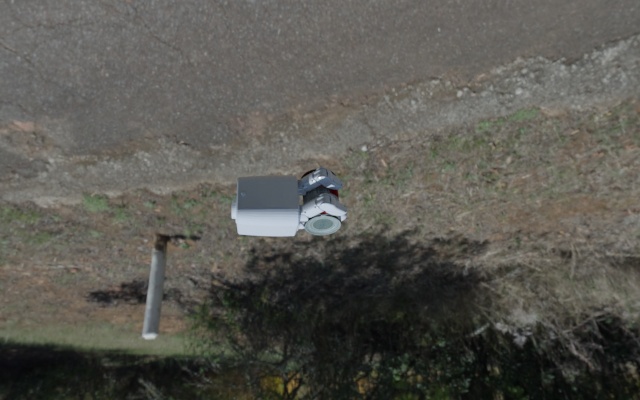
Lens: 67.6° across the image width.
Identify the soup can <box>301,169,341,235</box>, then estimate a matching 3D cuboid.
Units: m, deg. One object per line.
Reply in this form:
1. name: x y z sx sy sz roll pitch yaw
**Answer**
1. soup can: 0.001 0.003 0.863 0.068 0.102 0.069 -4 -34 -2
